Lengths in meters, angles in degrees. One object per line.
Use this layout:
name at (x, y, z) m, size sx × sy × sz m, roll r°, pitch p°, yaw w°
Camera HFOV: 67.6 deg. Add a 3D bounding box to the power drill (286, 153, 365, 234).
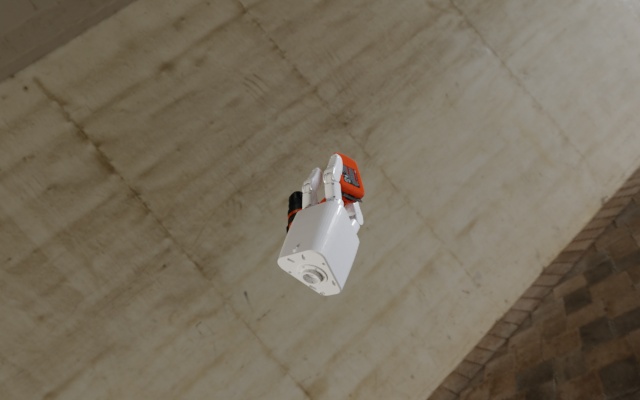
power drill at (0.000, 0.003, 0.894) m, size 0.057 × 0.188 × 0.184 m, roll 20°, pitch 36°, yaw -26°
